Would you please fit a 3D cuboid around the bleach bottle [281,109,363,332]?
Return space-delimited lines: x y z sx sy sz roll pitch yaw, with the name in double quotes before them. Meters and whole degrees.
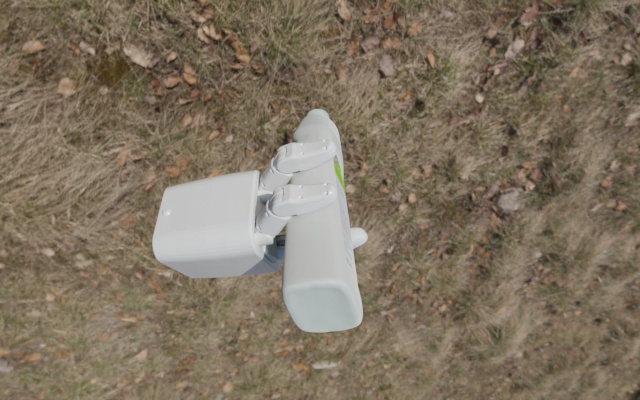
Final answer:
"bleach bottle" 0.000 0.002 0.507 0.068 0.250 0.103 -8 -40 8
